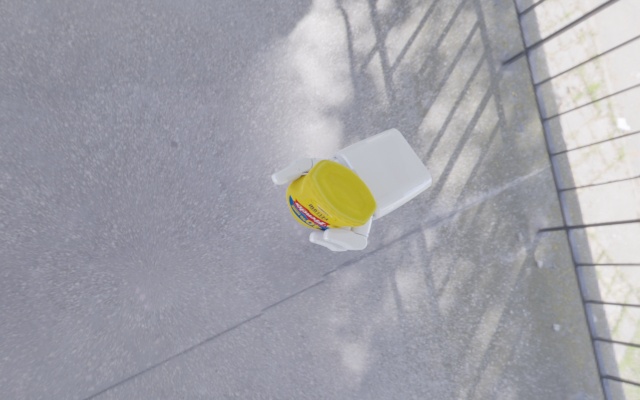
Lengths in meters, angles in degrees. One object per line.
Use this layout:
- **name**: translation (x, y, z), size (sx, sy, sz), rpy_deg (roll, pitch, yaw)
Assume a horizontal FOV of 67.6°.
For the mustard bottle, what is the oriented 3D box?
- **mustard bottle**: translation (0.000, 0.002, 0.677), size (0.096, 0.058, 0.191), rpy_deg (40, -19, -10)
